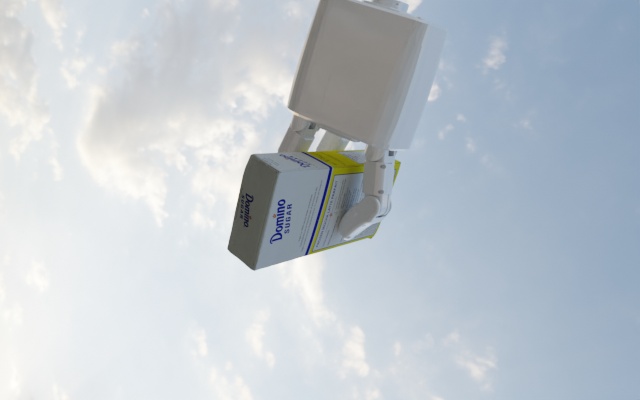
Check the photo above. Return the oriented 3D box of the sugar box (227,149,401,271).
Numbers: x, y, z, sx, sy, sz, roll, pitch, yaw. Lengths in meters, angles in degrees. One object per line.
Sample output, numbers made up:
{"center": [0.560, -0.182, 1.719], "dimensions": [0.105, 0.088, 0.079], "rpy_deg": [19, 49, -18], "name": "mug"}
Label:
{"center": [0.000, 0.001, 0.452], "dimensions": [0.176, 0.093, 0.048], "rpy_deg": [-6, 30, -47], "name": "sugar box"}
